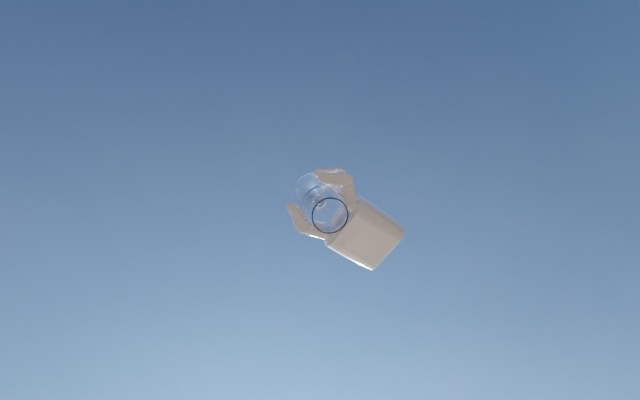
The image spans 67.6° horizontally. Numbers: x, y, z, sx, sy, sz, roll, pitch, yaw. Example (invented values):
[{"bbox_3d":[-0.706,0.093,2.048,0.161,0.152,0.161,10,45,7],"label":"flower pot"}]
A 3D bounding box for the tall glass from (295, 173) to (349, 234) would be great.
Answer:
[{"bbox_3d":[0.000,0.003,0.876,0.079,0.079,0.201,0,13,-9],"label":"tall glass"}]
